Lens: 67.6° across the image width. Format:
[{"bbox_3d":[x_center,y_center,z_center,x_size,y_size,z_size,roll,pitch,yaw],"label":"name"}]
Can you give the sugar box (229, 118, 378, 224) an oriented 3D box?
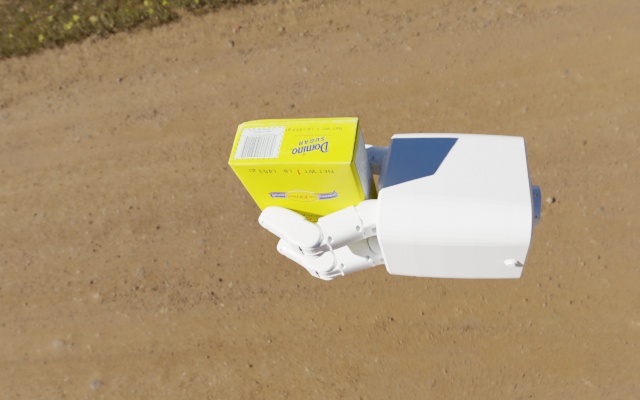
[{"bbox_3d":[0.000,0.002,0.406,0.093,0.048,0.176,2,-31,17],"label":"sugar box"}]
